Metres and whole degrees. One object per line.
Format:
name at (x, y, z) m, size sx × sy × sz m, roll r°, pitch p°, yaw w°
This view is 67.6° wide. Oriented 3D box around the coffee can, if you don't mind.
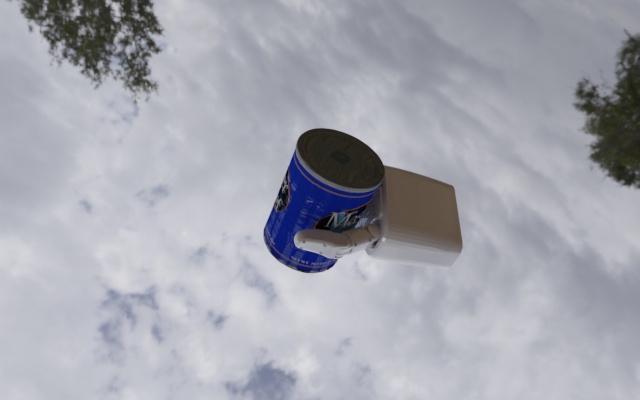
coffee can at (0.000, 0.002, 0.560) m, size 0.103 × 0.140 × 0.102 m, roll 15°, pitch 39°, yaw -13°
